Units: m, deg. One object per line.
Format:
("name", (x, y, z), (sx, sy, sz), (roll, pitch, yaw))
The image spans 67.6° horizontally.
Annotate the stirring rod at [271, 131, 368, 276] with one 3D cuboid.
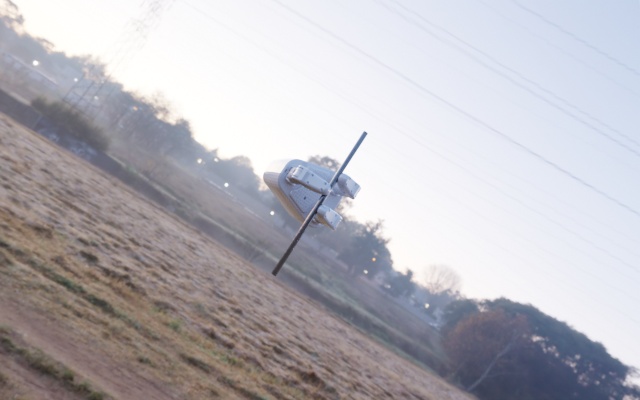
("stirring rod", (0.000, 0.002, 0.671), (0.011, 0.239, 0.011), (32, -7, 5))
